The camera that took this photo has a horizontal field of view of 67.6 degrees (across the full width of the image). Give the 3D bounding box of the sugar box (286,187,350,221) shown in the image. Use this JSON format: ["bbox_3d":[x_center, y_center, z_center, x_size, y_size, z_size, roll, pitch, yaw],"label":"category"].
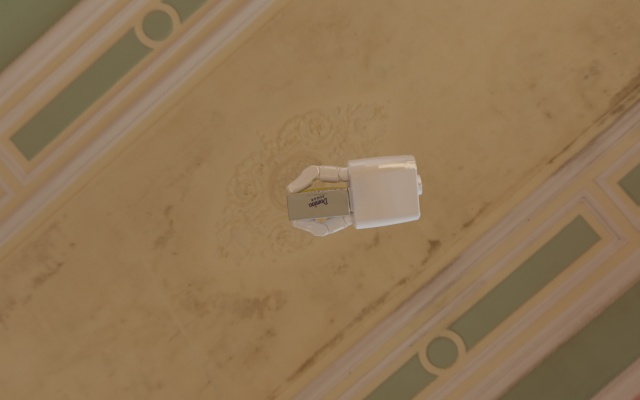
[{"bbox_3d":[0.000,0.002,0.788,0.093,0.048,0.176,-6,0,2],"label":"sugar box"}]
